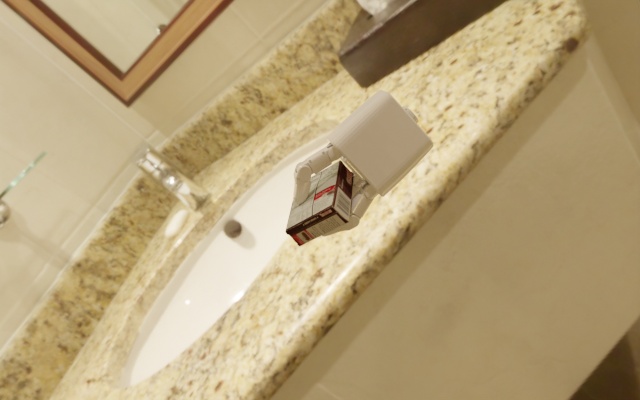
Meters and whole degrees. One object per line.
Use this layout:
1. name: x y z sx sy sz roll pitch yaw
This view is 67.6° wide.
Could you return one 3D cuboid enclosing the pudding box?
1. pudding box: 0.000 0.002 0.697 0.090 0.039 0.113 -29 28 28
